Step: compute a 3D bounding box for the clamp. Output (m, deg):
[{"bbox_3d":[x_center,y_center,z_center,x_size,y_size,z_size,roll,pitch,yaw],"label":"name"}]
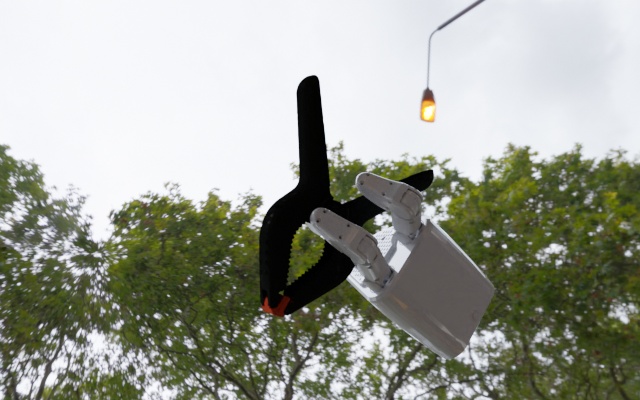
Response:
[{"bbox_3d":[0.000,0.002,0.430,0.164,0.210,0.036,41,-21,-15],"label":"clamp"}]
